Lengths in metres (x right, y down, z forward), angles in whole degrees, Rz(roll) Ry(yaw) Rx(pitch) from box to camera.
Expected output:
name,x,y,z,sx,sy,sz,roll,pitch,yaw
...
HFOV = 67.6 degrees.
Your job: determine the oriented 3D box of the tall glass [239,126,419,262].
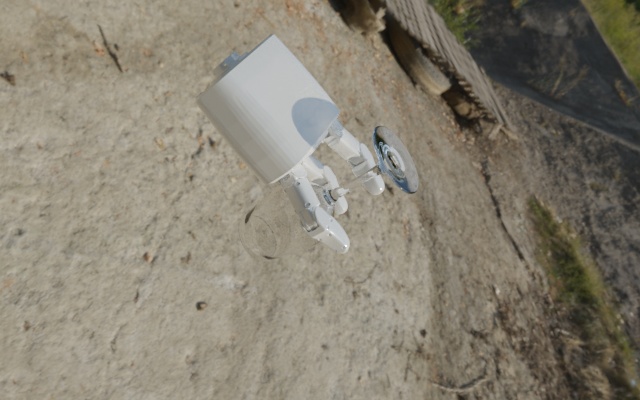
name,x,y,z,sx,sy,sz,roll,pitch,yaw
tall glass,0.001,0.002,0.513,0.201,0.079,0.079,-30,-17,31
